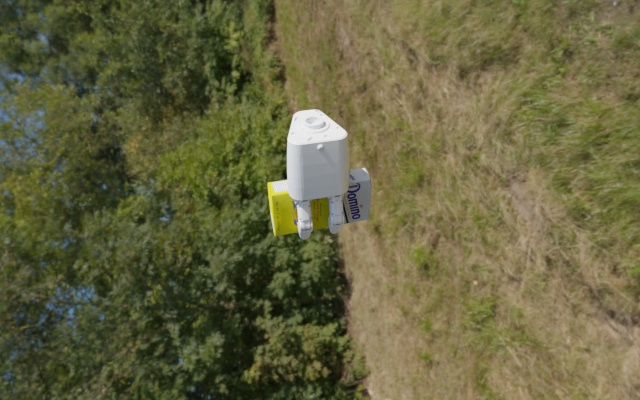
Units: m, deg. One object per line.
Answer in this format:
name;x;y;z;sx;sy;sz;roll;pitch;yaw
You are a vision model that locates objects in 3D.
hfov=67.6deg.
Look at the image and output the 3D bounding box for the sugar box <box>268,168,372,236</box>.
sugar box;0.000;0.003;0.836;0.176;0.093;0.048;-9;38;-9
